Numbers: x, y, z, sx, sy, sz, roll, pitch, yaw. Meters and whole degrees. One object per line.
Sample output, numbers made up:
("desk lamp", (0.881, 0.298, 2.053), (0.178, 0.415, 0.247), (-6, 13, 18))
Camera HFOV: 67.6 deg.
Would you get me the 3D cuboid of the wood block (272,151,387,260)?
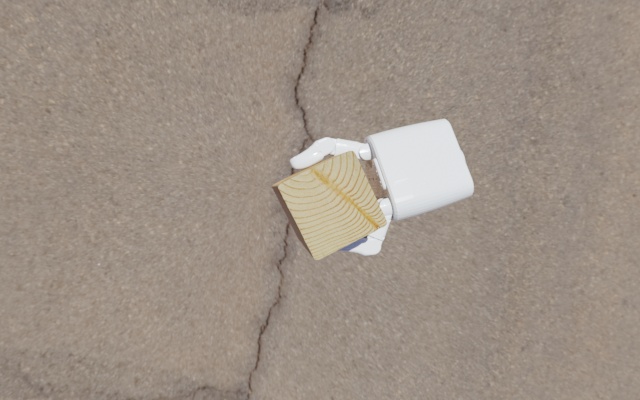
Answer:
("wood block", (0.000, 0.002, 0.597), (0.090, 0.091, 0.206), (-26, 5, -6))
